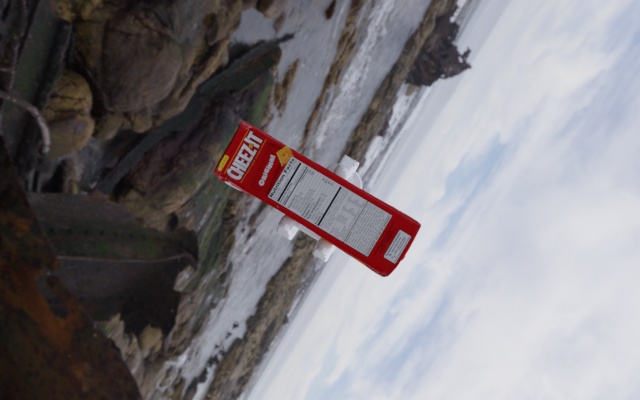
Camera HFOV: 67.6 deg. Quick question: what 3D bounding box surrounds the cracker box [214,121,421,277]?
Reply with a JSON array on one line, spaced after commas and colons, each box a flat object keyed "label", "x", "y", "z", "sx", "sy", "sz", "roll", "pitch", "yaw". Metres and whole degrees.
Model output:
[{"label": "cracker box", "x": 0.000, "y": 0.002, "z": 0.558, "sx": 0.213, "sy": 0.072, "sz": 0.164, "roll": 30, "pitch": 1, "yaw": 5}]
